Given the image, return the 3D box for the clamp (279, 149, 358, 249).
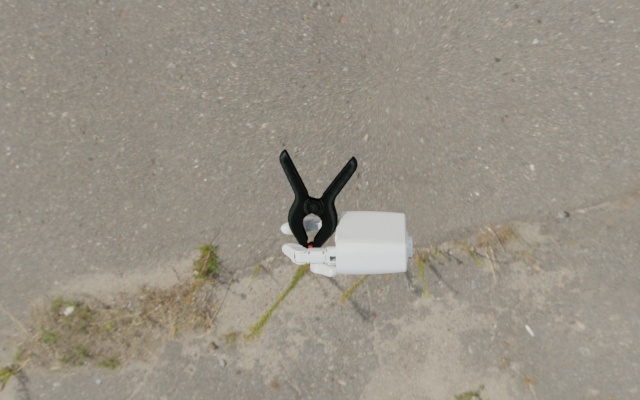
[{"bbox_3d":[0.000,0.003,0.751,0.120,0.171,0.039,-1,15,9],"label":"clamp"}]
